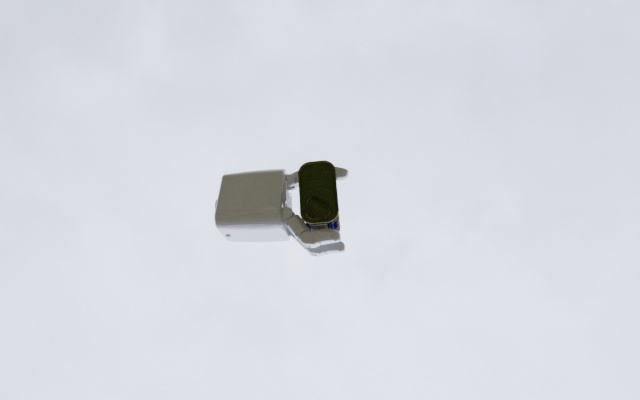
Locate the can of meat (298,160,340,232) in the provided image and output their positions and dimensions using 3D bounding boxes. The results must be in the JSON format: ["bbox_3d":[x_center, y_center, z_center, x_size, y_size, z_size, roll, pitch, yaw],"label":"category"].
[{"bbox_3d":[0.000,0.002,0.745,0.057,0.102,0.084,-6,-24,3],"label":"can of meat"}]
